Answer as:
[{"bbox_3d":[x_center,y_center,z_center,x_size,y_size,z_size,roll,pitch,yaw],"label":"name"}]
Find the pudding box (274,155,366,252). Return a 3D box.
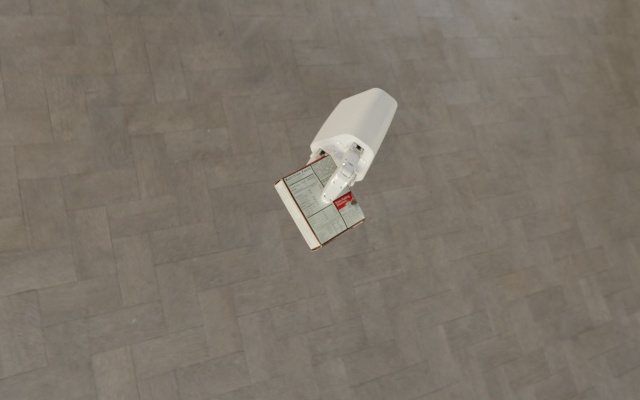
[{"bbox_3d":[0.000,0.002,0.685,0.090,0.113,0.039,-29,-3,-28],"label":"pudding box"}]
